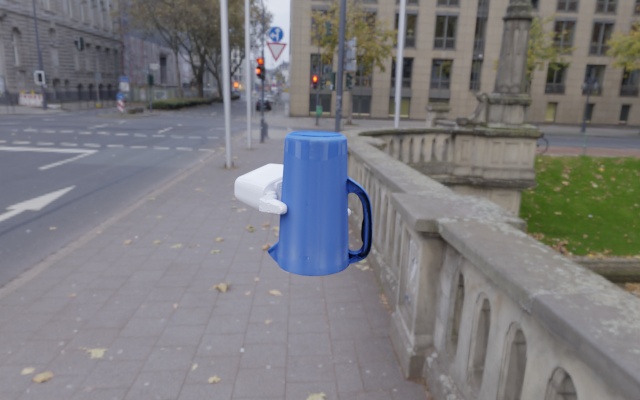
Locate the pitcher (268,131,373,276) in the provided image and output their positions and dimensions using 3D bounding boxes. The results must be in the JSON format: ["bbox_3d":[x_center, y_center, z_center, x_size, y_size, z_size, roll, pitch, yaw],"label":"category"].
[{"bbox_3d":[0.000,0.003,0.848,0.149,0.243,0.145,-9,17,-39],"label":"pitcher"}]
